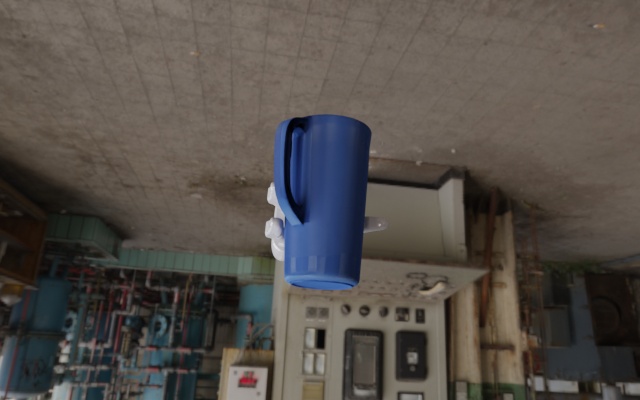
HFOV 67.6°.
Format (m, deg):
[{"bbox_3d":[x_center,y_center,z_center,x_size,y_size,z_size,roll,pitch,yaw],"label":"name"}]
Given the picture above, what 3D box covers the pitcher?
[{"bbox_3d":[0.000,0.002,0.702,0.149,0.242,0.145,5,-17,-6],"label":"pitcher"}]
